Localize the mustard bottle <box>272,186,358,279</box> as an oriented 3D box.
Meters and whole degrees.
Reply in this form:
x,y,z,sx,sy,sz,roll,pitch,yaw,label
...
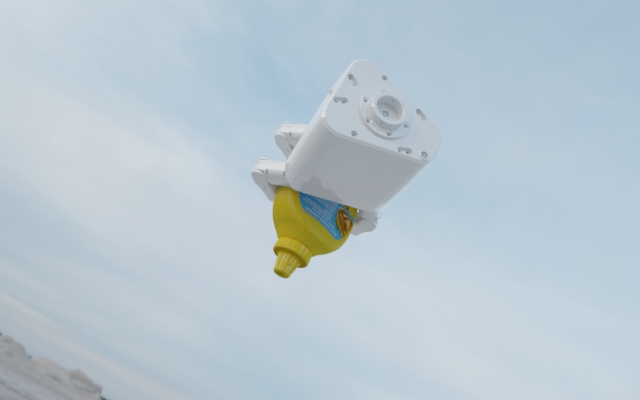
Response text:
x,y,z,sx,sy,sz,roll,pitch,yaw,label
0.000,0.002,0.530,0.058,0.191,0.096,-12,-48,49,mustard bottle
